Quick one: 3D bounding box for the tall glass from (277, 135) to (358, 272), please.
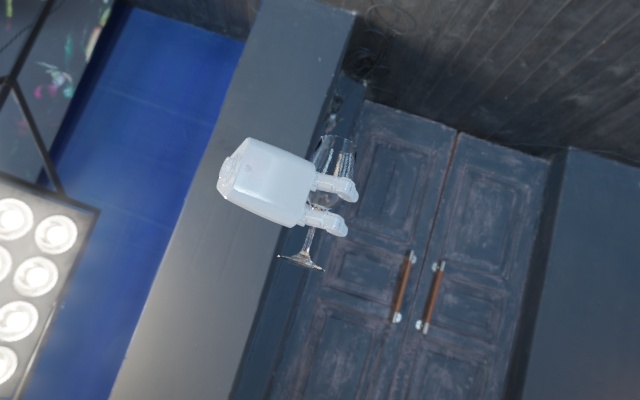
[{"bbox_3d":[0.000,0.003,0.729,0.079,0.201,0.079,17,-13,4],"label":"tall glass"}]
